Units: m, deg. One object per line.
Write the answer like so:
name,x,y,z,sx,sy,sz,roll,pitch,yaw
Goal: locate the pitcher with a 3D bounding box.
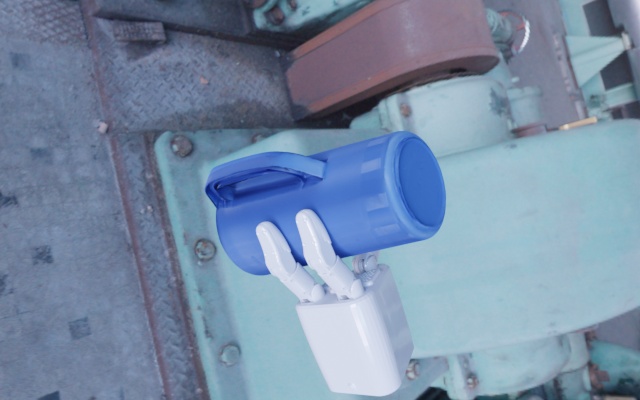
pitcher,0.000,0.002,0.522,0.243,0.145,0.149,-15,6,40
